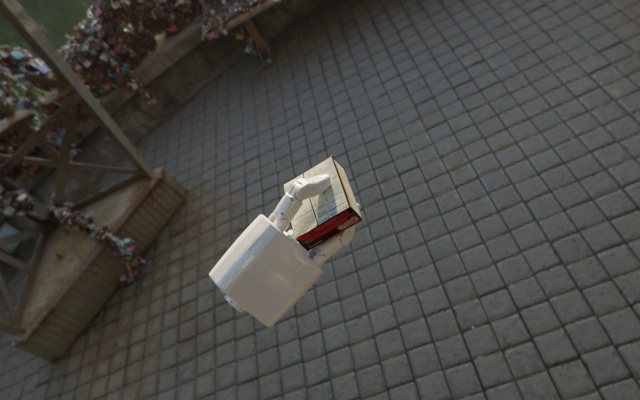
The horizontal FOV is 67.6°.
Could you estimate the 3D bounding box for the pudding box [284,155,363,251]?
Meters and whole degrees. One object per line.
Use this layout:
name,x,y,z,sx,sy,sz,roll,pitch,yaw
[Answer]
pudding box,0.000,0.002,0.664,0.090,0.113,0.039,-30,-44,13
